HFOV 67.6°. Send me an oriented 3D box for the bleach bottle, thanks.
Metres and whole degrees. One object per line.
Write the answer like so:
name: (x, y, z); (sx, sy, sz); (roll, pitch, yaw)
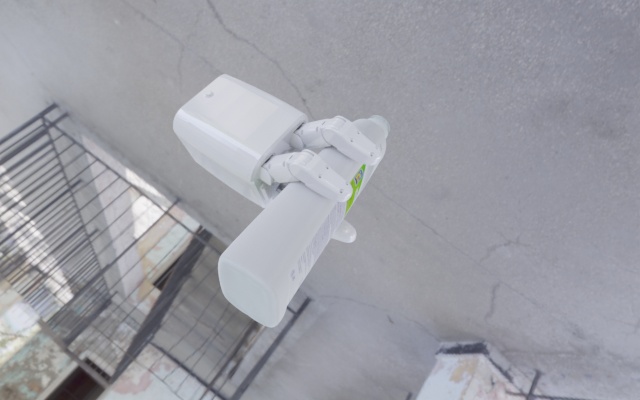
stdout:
bleach bottle: (0.000, 0.002, 0.490); (0.068, 0.250, 0.103); (30, -33, 14)
